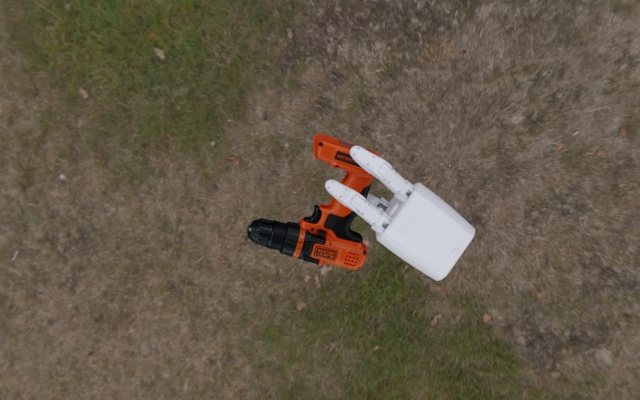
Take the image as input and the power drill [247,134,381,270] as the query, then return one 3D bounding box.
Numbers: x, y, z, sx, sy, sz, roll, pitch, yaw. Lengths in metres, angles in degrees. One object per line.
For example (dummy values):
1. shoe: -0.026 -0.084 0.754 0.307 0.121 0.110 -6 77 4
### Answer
1. power drill: 0.001 0.002 0.700 0.184 0.188 0.057 15 18 -12
